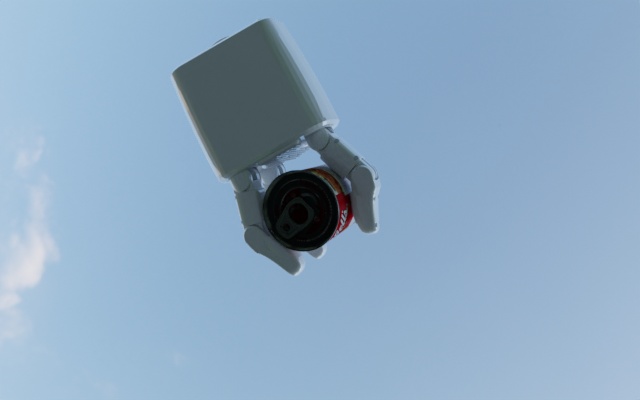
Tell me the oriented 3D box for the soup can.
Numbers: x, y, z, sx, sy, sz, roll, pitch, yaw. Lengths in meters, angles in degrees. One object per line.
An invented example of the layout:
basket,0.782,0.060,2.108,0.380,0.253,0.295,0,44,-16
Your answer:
soup can,0.001,0.002,0.435,0.068,0.068,0.102,0,9,20
